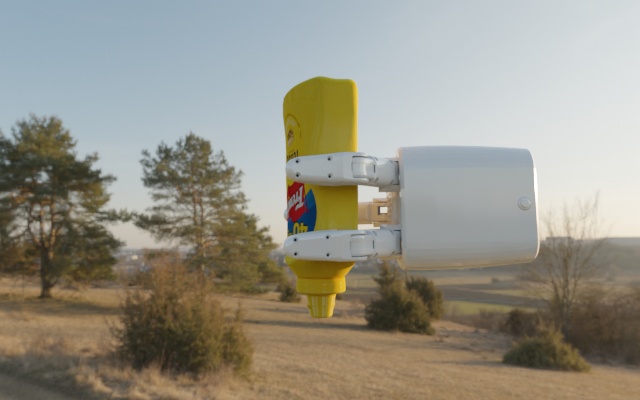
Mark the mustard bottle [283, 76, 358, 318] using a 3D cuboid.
[{"bbox_3d":[0.000,0.001,0.405,0.058,0.191,0.096,1,-4,-21],"label":"mustard bottle"}]
